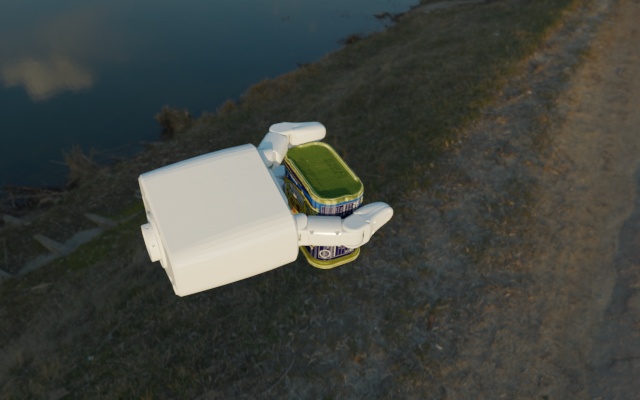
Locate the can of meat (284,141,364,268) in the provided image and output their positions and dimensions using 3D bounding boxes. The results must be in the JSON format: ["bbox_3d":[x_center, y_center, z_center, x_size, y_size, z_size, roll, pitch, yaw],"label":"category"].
[{"bbox_3d":[0.000,0.001,0.479,0.057,0.084,0.102,-15,42,-21],"label":"can of meat"}]
